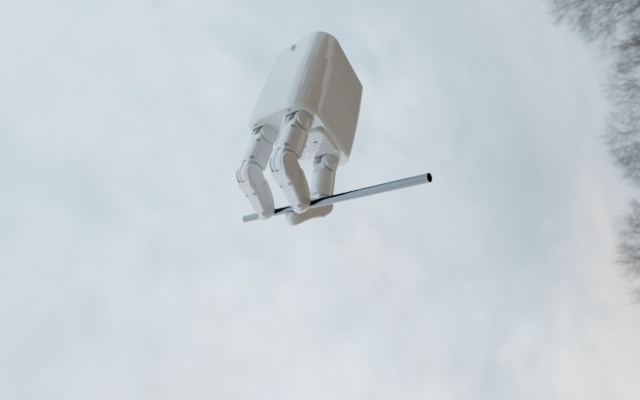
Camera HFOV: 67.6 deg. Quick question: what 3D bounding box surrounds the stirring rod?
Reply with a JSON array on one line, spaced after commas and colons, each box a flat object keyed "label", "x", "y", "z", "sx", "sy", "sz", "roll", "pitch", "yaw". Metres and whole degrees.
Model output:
[{"label": "stirring rod", "x": 0.000, "y": 0.001, "z": 0.455, "sx": 0.239, "sy": 0.011, "sz": 0.011, "roll": -13, "pitch": -9, "yaw": 44}]
